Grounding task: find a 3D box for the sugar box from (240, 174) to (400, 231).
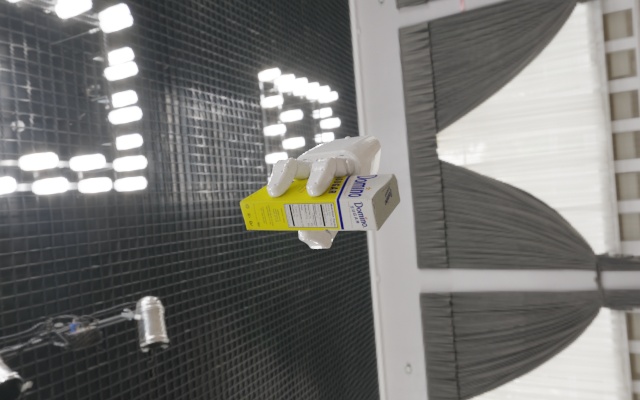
[{"bbox_3d":[0.000,0.001,0.589,0.176,0.048,0.093,-5,19,27],"label":"sugar box"}]
